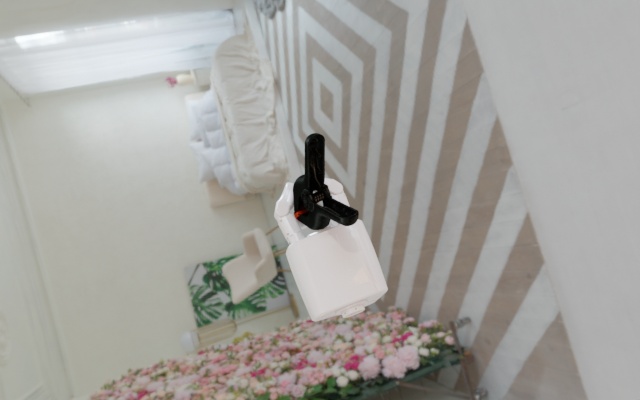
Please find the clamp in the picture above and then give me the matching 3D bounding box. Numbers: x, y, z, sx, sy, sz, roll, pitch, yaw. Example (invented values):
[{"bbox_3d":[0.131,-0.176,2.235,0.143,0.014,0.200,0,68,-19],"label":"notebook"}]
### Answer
[{"bbox_3d":[-0.001,0.002,0.629,0.039,0.120,0.171,-15,-21,-17],"label":"clamp"}]
